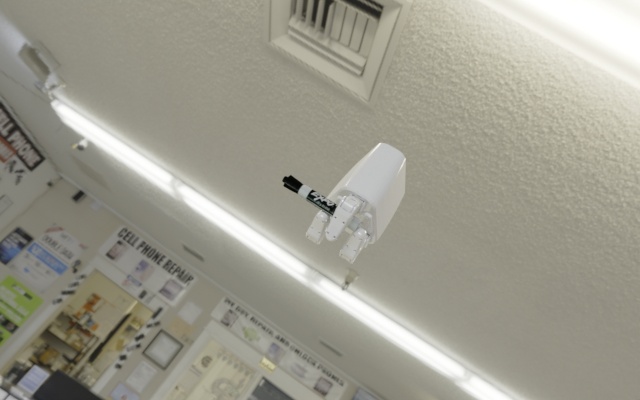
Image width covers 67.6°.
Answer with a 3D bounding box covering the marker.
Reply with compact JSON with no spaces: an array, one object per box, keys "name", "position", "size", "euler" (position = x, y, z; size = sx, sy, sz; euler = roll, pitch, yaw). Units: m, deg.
[{"name":"marker","position":[0.000,0.002,0.644],"size":[0.121,0.020,0.020],"euler":[33,6,9]}]
